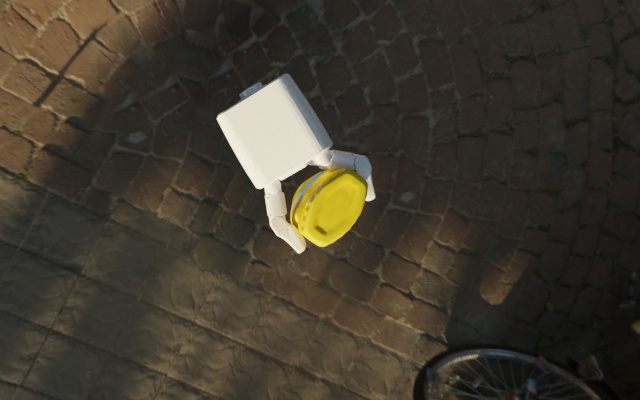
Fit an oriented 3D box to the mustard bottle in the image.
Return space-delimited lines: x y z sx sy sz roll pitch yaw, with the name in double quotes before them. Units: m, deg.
"mustard bottle" 0.000 0.002 0.639 0.058 0.096 0.191 34 -3 -12
